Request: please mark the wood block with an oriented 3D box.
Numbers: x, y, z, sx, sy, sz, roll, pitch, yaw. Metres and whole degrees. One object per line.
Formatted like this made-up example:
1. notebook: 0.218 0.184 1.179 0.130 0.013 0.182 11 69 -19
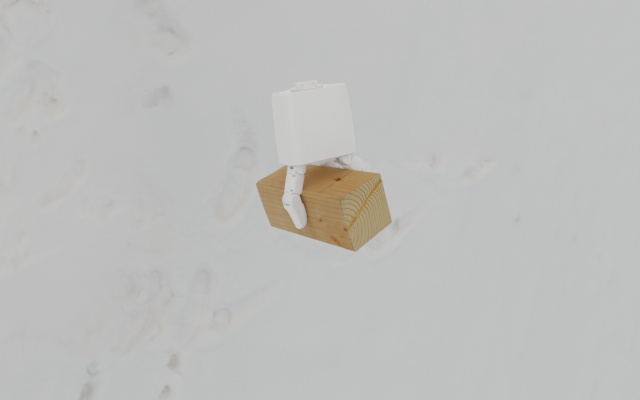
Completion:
1. wood block: 0.000 0.002 0.772 0.090 0.090 0.206 -34 29 -33
